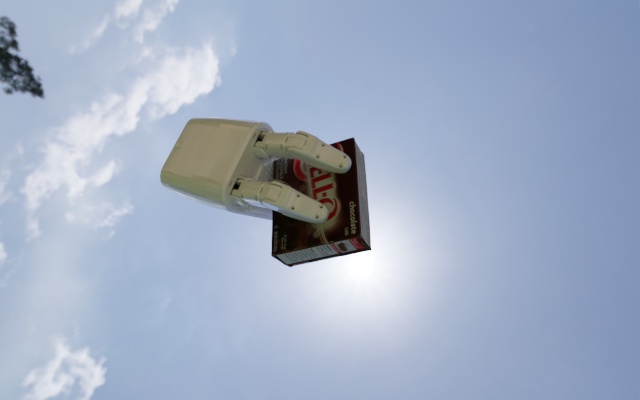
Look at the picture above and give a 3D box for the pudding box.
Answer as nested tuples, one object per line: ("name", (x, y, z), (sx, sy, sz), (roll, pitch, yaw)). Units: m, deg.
("pudding box", (0.000, 0.002, 0.466), (0.090, 0.113, 0.039), (-15, -31, 21))
